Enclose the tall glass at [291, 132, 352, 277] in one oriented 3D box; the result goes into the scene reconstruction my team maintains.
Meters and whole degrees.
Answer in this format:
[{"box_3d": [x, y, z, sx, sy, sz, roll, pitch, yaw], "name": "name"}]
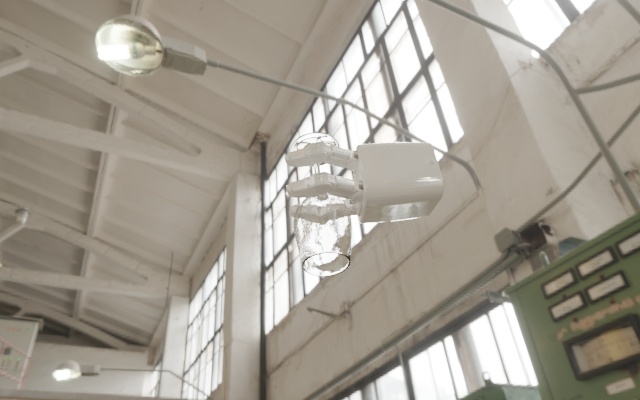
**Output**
[{"box_3d": [0.000, 0.002, 0.661, 0.079, 0.200, 0.079, -3, -37, -2], "name": "tall glass"}]
